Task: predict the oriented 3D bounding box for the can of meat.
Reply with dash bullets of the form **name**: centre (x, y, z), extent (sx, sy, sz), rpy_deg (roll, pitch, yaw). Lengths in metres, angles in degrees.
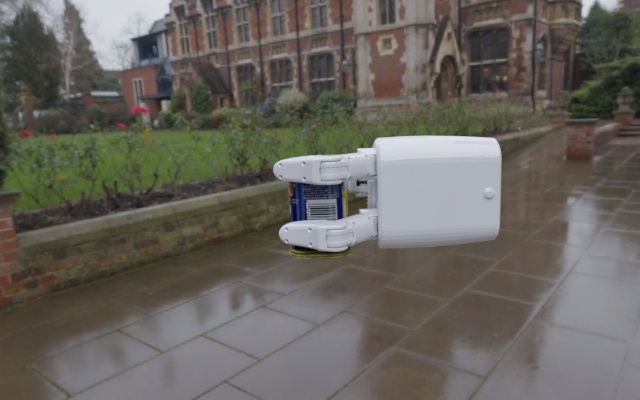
- **can of meat**: centre (0.000, 0.001, 0.462), extent (0.057, 0.084, 0.102), rpy_deg (-2, 10, 4)
